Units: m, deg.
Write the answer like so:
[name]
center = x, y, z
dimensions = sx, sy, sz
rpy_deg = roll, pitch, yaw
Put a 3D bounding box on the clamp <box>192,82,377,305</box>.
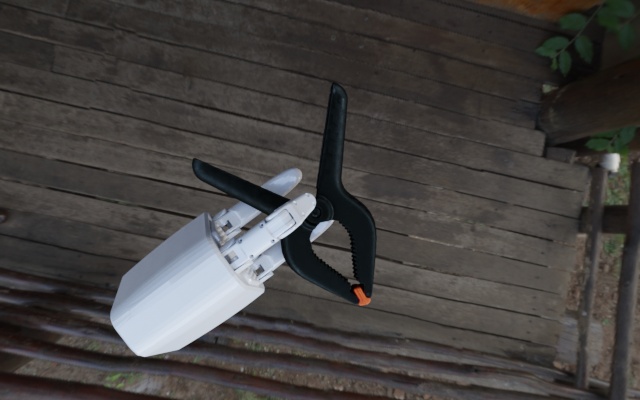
[clamp]
center = 0.000, 0.002, 0.463
dimensions = 0.164, 0.210, 0.036
rpy_deg = -36, 2, -1
